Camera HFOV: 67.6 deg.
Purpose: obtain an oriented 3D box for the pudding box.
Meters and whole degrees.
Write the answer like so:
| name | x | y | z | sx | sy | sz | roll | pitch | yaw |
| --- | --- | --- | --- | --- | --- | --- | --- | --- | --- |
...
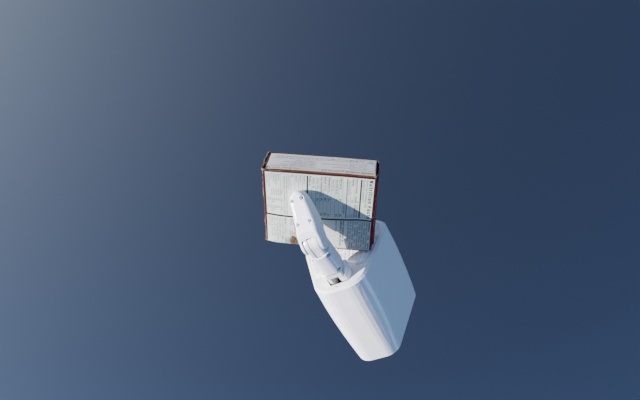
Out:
| name | x | y | z | sx | sy | sz | roll | pitch | yaw |
| --- | --- | --- | --- | --- | --- | --- | --- | --- | --- |
| pudding box | 0.000 | 0.002 | 0.478 | 0.113 | 0.090 | 0.039 | 4 | 32 | 4 |
